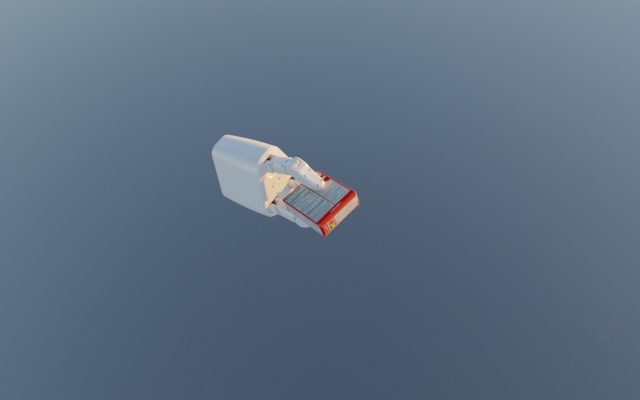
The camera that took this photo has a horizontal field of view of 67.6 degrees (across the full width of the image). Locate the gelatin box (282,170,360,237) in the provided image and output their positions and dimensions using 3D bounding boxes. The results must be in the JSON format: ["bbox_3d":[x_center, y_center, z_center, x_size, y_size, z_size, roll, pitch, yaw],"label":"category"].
[{"bbox_3d":[0.000,0.002,0.694,0.089,0.073,0.030,32,-23,41],"label":"gelatin box"}]
